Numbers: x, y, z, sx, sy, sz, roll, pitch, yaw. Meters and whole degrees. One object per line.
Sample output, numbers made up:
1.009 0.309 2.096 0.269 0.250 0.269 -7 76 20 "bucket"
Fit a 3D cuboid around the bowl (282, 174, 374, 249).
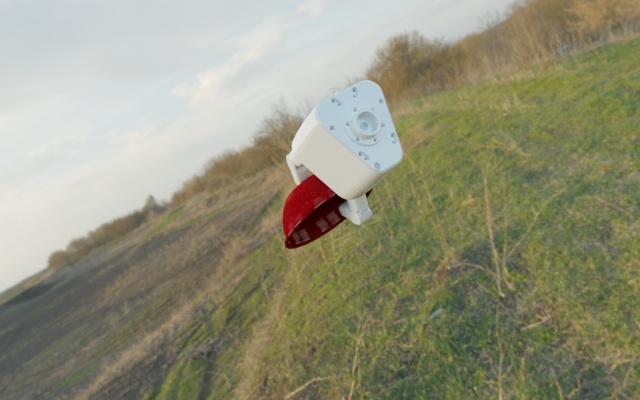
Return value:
-0.001 0.003 0.709 0.162 0.055 0.162 -34 -17 -12 "bowl"
